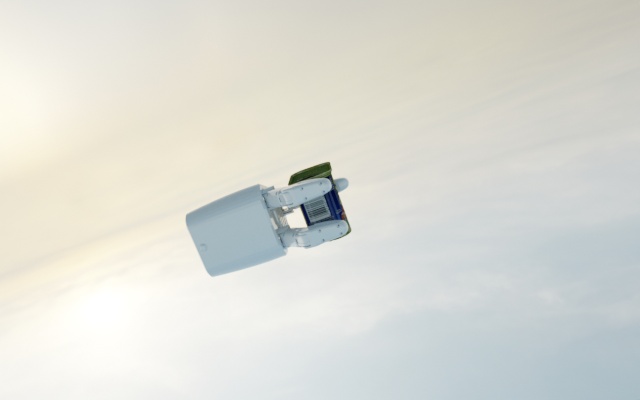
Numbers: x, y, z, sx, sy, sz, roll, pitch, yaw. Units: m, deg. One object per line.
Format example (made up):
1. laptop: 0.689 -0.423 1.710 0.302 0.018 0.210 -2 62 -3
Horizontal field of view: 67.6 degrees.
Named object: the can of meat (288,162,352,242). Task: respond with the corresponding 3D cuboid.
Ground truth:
1. can of meat: 0.000 0.002 0.618 0.057 0.084 0.102 -19 11 3
